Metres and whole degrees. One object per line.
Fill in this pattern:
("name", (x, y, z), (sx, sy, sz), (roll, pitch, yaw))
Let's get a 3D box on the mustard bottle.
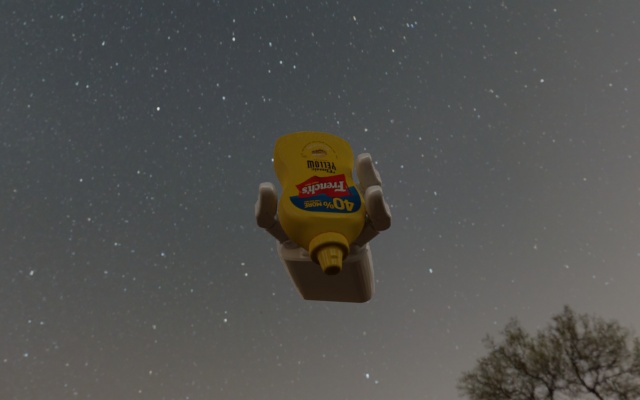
("mustard bottle", (0.000, 0.001, 0.534), (0.096, 0.191, 0.058), (4, -45, -14))
